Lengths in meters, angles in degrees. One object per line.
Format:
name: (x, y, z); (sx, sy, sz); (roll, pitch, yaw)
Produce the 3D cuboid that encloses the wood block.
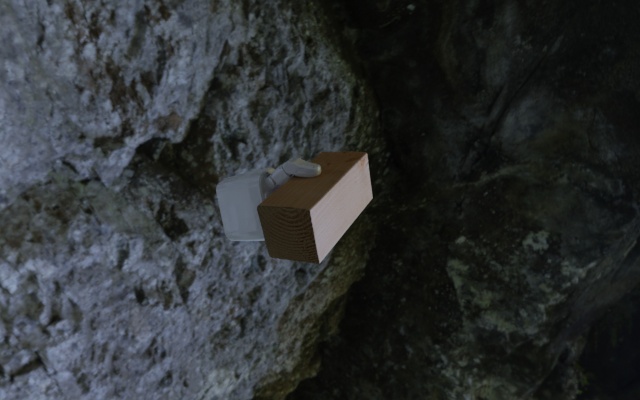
wood block: (0.000, 0.002, 0.754); (0.090, 0.091, 0.206); (4, 29, 28)
